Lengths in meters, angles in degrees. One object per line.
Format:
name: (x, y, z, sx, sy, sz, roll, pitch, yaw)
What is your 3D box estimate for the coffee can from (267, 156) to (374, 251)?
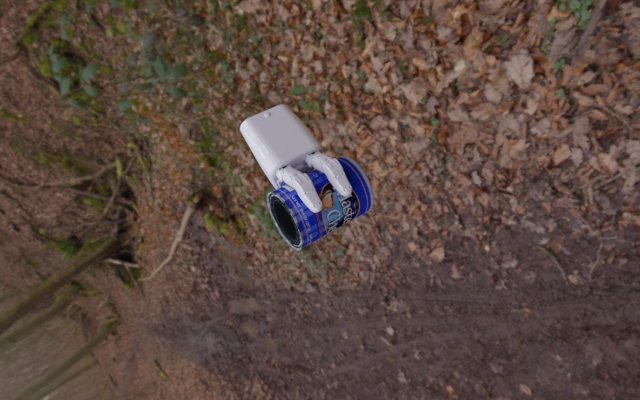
coffee can: (0.000, 0.003, 0.766, 0.140, 0.103, 0.103, -28, 11, -22)
